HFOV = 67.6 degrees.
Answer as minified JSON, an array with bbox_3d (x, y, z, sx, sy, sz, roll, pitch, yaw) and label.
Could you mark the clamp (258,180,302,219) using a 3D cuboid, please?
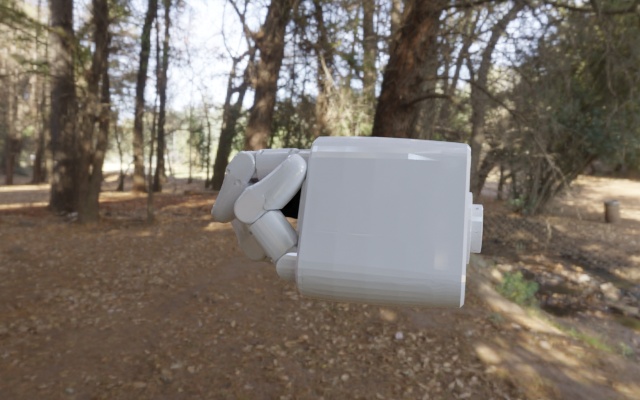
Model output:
[{"bbox_3d":[0.000,0.001,0.434,0.120,0.039,0.171,3,4,16],"label":"clamp"}]
